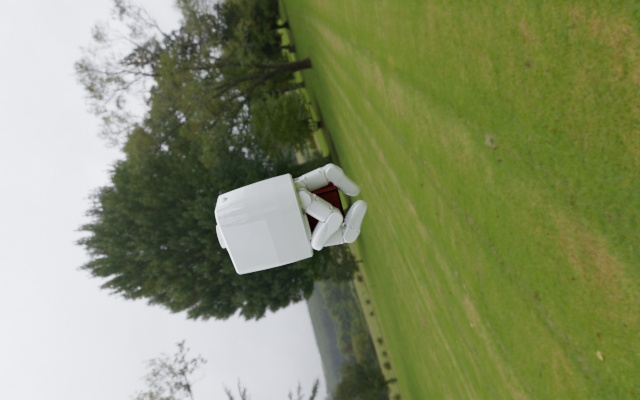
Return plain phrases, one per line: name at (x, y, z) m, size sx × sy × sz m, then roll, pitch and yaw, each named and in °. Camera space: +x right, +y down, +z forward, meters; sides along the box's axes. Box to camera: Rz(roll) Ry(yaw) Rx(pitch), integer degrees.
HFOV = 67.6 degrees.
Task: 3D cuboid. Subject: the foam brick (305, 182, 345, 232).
foam brick at (0.000, 0.002, 0.686) m, size 0.051 × 0.053 × 0.078 m, roll -16°, pitch 18°, yaw -3°
